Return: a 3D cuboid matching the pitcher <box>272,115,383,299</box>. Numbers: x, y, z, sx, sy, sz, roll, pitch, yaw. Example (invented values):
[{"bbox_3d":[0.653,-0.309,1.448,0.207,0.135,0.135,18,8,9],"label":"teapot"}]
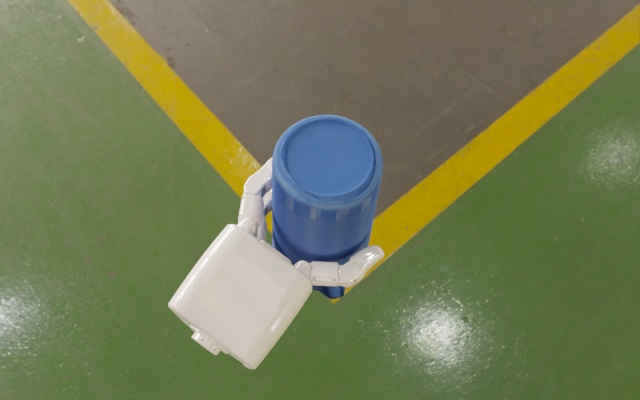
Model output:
[{"bbox_3d":[0.000,0.002,0.564,0.149,0.145,0.243,30,-24,12],"label":"pitcher"}]
